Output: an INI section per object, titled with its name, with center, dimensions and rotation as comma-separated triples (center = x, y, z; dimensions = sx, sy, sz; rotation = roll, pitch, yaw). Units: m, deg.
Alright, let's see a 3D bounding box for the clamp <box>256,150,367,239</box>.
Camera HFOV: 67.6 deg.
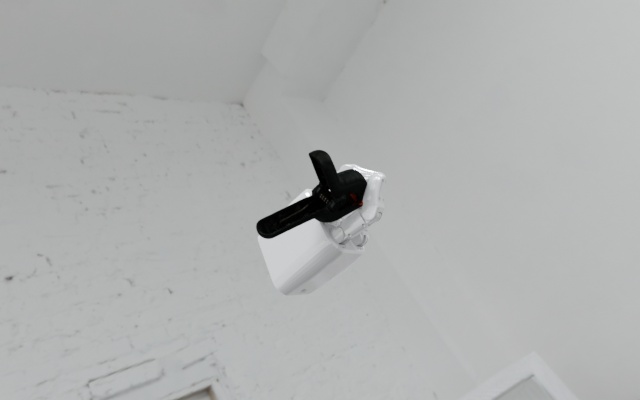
[clamp]
center = 0.000, 0.001, 0.567
dimensions = 0.120, 0.039, 0.171
rotation = -42, -25, 17
